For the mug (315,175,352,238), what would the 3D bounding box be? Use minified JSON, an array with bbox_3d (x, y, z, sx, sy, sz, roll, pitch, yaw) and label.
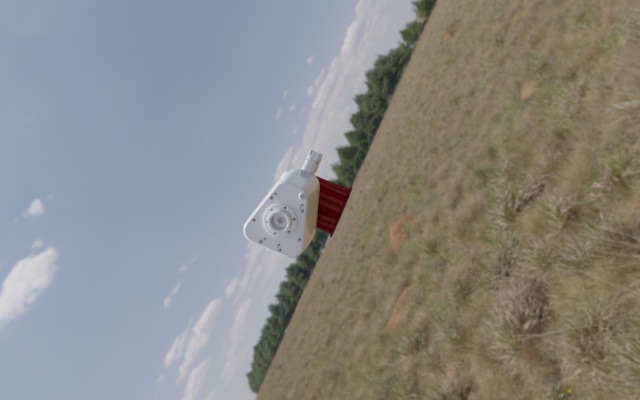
[{"bbox_3d":[0.000,0.002,0.824,0.081,0.093,0.117,23,11,1],"label":"mug"}]
